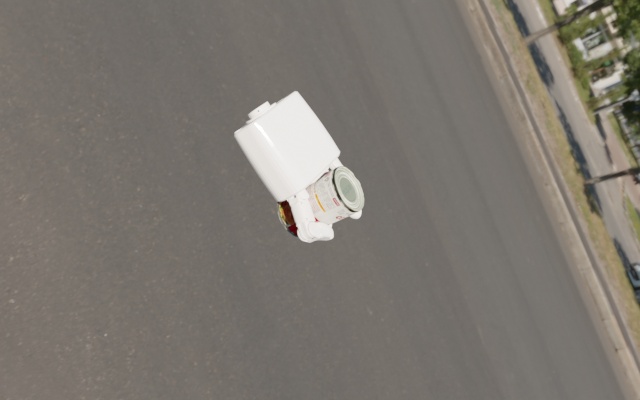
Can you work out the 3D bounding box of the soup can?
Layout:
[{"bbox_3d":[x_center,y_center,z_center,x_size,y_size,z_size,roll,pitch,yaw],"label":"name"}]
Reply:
[{"bbox_3d":[0.001,0.003,0.656,0.102,0.068,0.068,-25,-14,32],"label":"soup can"}]
